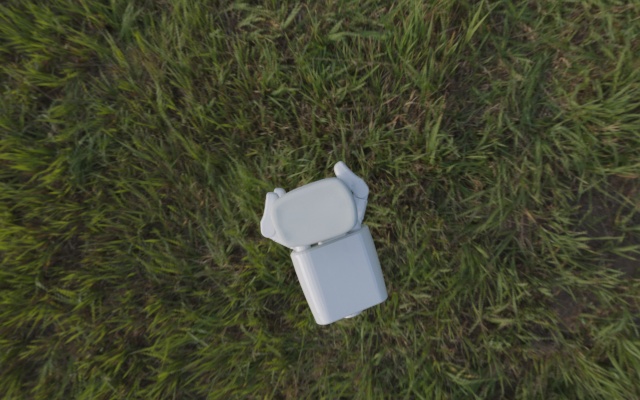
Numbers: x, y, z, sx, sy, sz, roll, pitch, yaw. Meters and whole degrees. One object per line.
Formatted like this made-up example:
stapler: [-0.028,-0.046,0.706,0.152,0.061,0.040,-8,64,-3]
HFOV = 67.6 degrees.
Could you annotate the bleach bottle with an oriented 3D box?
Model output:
bleach bottle: [0.000,0.002,0.667,0.102,0.068,0.251,-19,5,6]
